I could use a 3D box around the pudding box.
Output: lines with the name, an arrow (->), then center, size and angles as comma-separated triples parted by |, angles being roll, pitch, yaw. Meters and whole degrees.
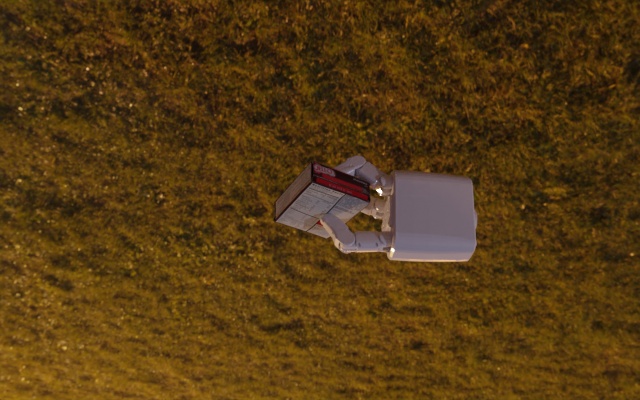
pudding box -> 0.000, 0.002, 0.642 | 0.090, 0.039, 0.113 | 20, -41, -23
